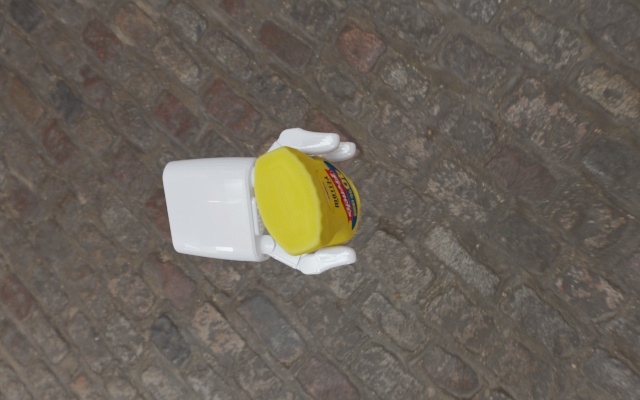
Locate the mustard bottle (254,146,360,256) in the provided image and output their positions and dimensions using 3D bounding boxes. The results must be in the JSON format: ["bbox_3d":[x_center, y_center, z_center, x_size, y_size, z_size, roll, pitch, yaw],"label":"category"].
[{"bbox_3d":[0.000,0.002,0.499,0.058,0.096,0.191,-24,-8,17],"label":"mustard bottle"}]
